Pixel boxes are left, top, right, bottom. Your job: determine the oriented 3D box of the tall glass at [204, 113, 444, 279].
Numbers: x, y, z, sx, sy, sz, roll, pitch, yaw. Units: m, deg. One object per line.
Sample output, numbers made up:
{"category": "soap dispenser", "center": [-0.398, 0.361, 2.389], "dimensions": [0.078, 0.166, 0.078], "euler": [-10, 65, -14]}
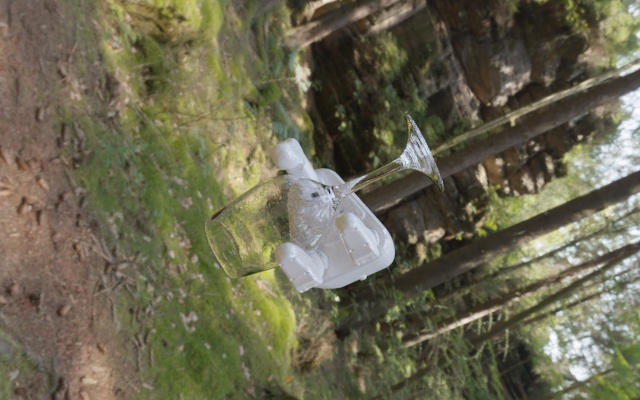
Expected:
{"category": "tall glass", "center": [0.001, 0.001, 0.422], "dimensions": [0.201, 0.079, 0.079], "euler": [-25, -4, 8]}
